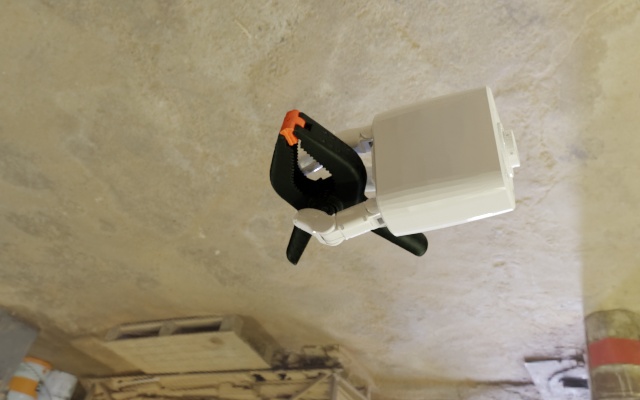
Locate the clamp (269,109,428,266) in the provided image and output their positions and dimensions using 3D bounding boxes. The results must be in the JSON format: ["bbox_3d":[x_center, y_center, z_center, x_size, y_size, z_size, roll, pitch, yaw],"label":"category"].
[{"bbox_3d":[0.000,0.002,0.484,0.164,0.036,0.210,-13,-46,25],"label":"clamp"}]
